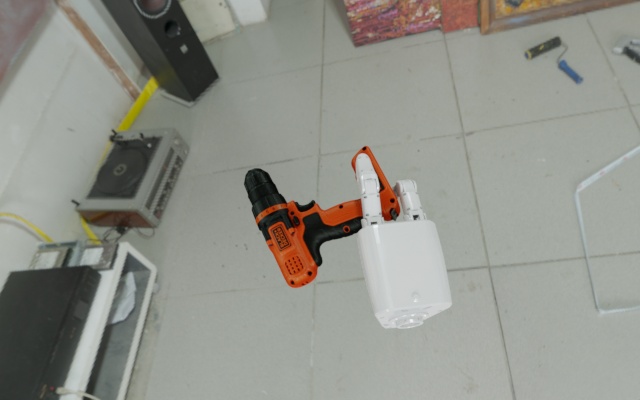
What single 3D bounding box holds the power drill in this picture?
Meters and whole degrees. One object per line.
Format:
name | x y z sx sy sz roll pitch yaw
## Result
power drill | 0.001 0.002 0.658 0.187 0.184 0.057 -29 -18 5
